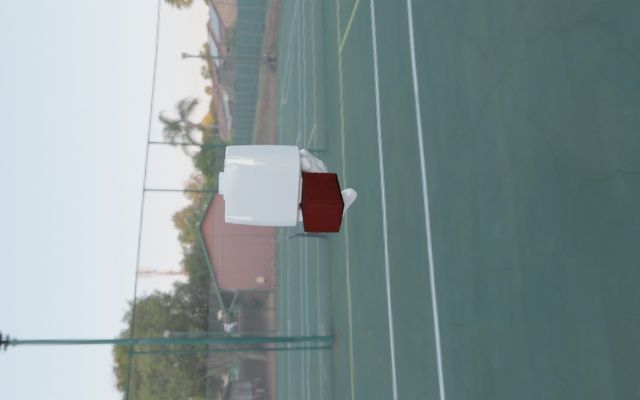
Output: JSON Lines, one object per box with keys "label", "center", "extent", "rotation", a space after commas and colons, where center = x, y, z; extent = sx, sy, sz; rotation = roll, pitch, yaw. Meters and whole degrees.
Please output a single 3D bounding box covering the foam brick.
{"label": "foam brick", "center": [0.000, 0.002, 0.676], "extent": [0.051, 0.053, 0.078], "rotation": [1, 36, -9]}
